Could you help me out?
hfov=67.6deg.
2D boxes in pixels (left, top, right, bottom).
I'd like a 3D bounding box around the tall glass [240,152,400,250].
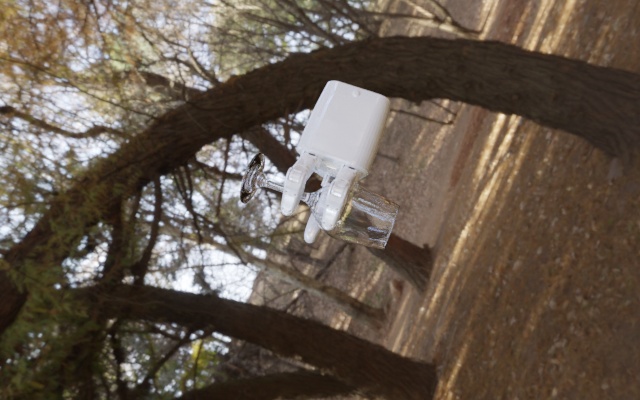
[{"bbox_3d":[-0.001,0.002,0.632,0.201,0.079,0.079,20,3,9],"label":"tall glass"}]
